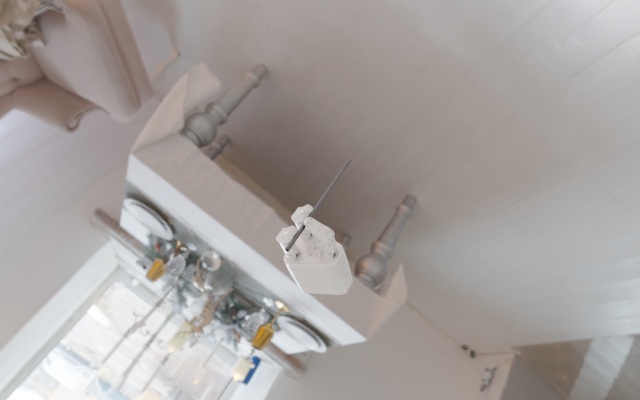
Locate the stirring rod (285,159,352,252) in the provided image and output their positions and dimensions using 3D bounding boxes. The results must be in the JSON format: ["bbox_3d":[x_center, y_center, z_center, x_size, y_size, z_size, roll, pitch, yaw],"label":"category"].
[{"bbox_3d":[0.000,0.003,0.893,0.011,0.011,0.239,0,44,43],"label":"stirring rod"}]
